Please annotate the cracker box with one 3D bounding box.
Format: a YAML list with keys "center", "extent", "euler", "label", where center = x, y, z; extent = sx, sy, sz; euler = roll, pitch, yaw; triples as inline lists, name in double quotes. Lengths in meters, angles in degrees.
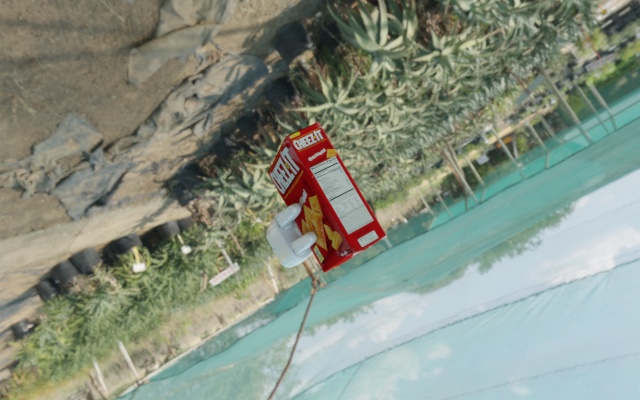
- center: [0.000, 0.003, 0.804]
  extent: [0.072, 0.213, 0.164]
  euler: [-27, -8, -24]
  label: "cracker box"
